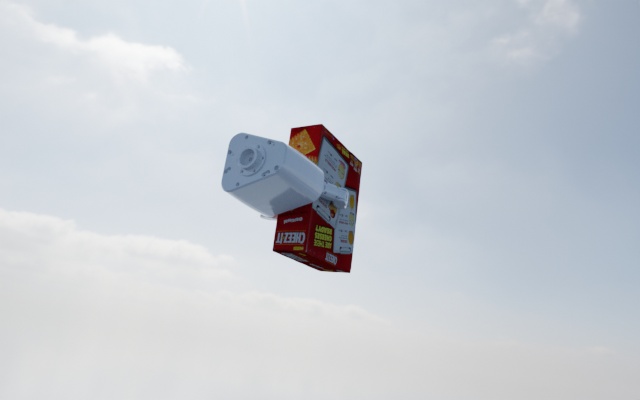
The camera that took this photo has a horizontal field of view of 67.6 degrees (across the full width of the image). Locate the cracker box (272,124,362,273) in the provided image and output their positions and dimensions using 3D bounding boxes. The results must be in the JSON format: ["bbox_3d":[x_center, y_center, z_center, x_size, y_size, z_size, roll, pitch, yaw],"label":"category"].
[{"bbox_3d":[0.000,0.002,0.814,0.072,0.213,0.164,-2,-20,29],"label":"cracker box"}]
